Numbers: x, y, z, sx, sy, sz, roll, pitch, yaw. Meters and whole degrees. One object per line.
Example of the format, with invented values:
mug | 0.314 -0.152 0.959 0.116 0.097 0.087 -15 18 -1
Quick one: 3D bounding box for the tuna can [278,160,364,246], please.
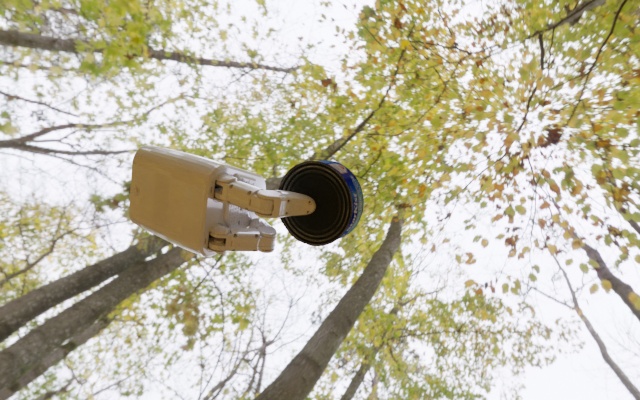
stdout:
tuna can | 0.000 0.002 0.488 0.086 0.086 0.034 0 7 29
